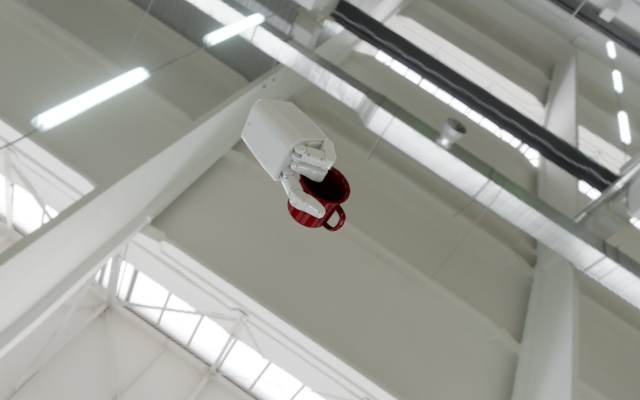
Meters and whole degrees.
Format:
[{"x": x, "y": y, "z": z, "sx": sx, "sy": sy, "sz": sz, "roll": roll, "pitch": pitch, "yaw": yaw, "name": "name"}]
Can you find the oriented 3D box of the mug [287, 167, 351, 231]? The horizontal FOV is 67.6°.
[{"x": 0.001, "y": 0.004, "z": 0.826, "sx": 0.093, "sy": 0.117, "sz": 0.081, "roll": -23, "pitch": -24, "yaw": -42, "name": "mug"}]
